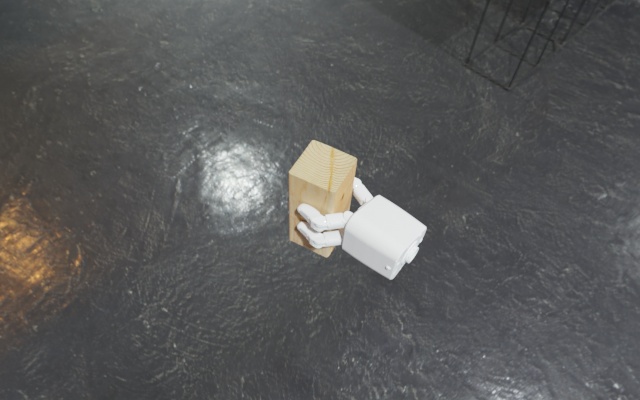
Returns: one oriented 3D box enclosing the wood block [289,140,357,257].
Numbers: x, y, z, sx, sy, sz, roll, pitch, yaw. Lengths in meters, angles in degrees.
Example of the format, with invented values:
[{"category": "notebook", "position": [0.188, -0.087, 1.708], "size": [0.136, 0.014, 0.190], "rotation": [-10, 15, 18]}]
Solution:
[{"category": "wood block", "position": [0.001, 0.003, 0.882], "size": [0.090, 0.090, 0.206], "rotation": [24, -35, 14]}]
